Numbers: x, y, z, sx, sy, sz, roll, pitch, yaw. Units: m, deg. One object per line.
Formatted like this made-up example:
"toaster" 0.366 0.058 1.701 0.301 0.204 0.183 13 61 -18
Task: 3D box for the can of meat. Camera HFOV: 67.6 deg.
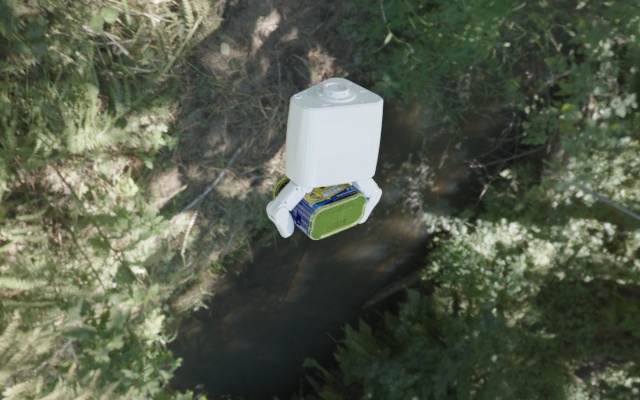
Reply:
"can of meat" 0.000 0.002 0.654 0.102 0.057 0.084 -20 42 -34
